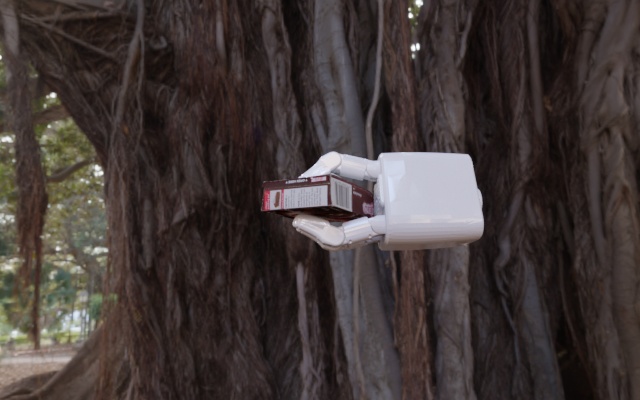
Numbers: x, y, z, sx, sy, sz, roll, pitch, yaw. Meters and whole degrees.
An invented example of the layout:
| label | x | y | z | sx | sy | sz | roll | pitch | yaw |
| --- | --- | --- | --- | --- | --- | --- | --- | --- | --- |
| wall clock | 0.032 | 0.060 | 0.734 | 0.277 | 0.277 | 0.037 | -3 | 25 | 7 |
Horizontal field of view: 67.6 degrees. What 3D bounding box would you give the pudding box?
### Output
| label | x | y | z | sx | sy | sz | roll | pitch | yaw |
| --- | --- | --- | --- | --- | --- | --- | --- | --- | --- |
| pudding box | 0.000 | 0.002 | 0.552 | 0.090 | 0.039 | 0.113 | -6 | -14 | 29 |
